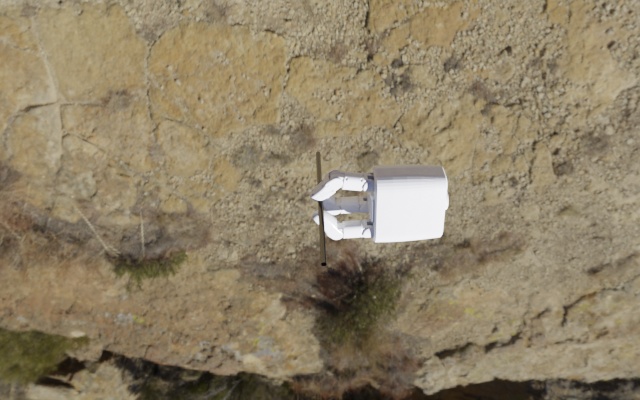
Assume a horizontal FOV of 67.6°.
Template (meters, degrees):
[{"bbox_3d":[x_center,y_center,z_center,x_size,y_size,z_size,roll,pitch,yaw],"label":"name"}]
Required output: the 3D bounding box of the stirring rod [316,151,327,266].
[{"bbox_3d":[0.000,0.002,0.717,0.011,0.011,0.239,0,43,-3],"label":"stirring rod"}]
